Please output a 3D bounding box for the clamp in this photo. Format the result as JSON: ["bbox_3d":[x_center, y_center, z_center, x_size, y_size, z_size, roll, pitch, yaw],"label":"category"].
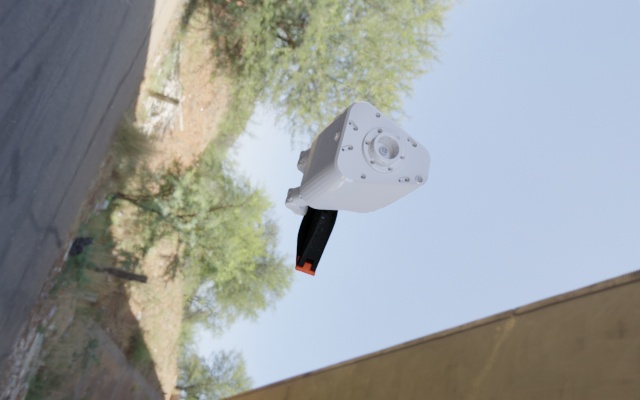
[{"bbox_3d":[0.001,0.003,0.661,0.036,0.210,0.164,21,-19,-14],"label":"clamp"}]
